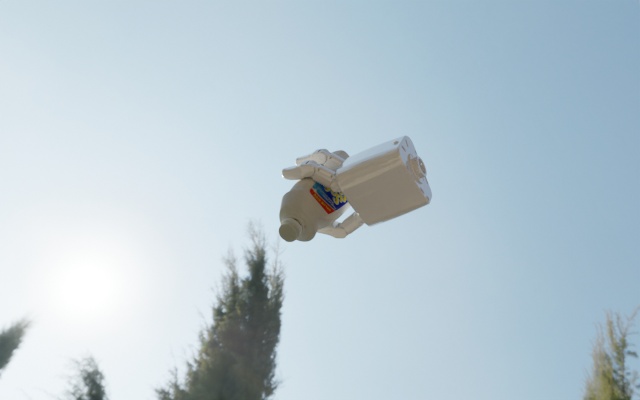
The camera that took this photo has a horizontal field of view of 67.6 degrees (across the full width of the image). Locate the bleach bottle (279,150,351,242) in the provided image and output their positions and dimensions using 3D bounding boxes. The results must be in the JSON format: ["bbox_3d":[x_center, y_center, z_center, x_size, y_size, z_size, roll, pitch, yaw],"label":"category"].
[{"bbox_3d":[0.000,0.002,0.772,0.068,0.102,0.250,-23,14,29],"label":"bleach bottle"}]
